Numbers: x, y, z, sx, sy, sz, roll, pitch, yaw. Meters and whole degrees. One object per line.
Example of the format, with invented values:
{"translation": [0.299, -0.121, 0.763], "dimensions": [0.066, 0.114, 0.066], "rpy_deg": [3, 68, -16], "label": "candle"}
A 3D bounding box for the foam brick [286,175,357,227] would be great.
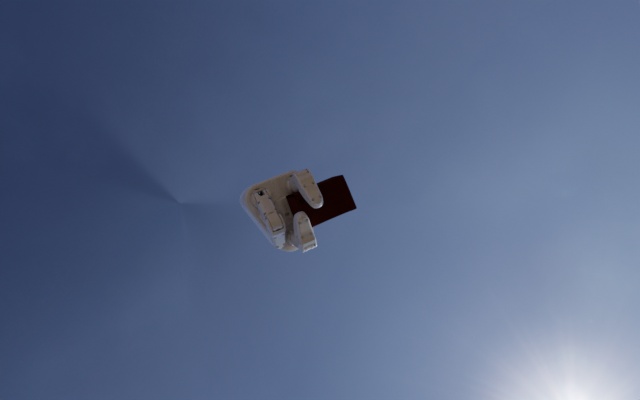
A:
{"translation": [0.000, 0.002, 0.669], "dimensions": [0.078, 0.053, 0.051], "rpy_deg": [-22, 4, -15], "label": "foam brick"}
